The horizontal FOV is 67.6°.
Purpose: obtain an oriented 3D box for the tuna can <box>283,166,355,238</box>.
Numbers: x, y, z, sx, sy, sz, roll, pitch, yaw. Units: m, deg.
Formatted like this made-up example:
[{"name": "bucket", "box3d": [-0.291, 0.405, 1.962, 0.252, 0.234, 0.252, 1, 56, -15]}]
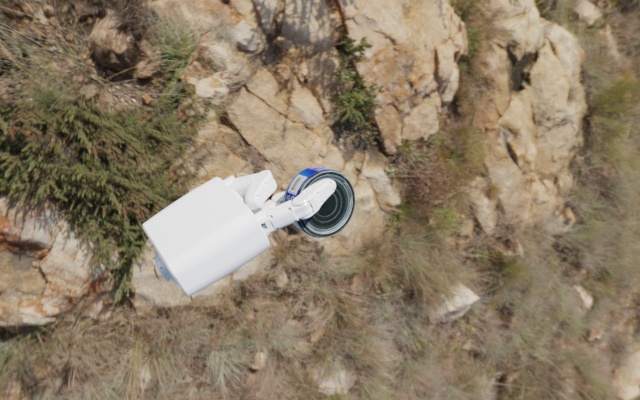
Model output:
[{"name": "tuna can", "box3d": [0.000, 0.002, 0.585, 0.086, 0.086, 0.033, 0, 11, -31]}]
